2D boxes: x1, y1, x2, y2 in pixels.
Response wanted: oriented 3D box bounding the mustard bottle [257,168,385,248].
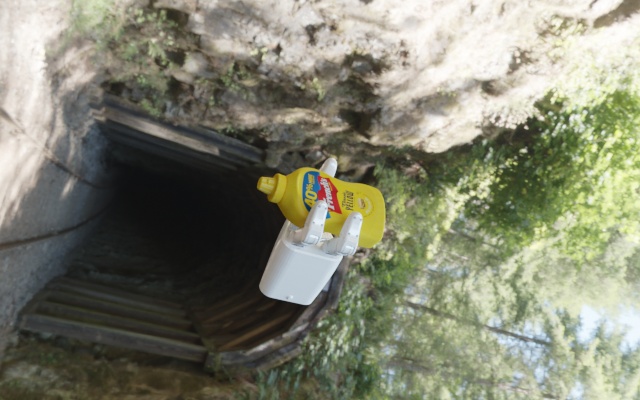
[{"bbox_3d":[0.000,0.002,0.696,0.191,0.096,0.058,17,-35,-21],"label":"mustard bottle"}]
